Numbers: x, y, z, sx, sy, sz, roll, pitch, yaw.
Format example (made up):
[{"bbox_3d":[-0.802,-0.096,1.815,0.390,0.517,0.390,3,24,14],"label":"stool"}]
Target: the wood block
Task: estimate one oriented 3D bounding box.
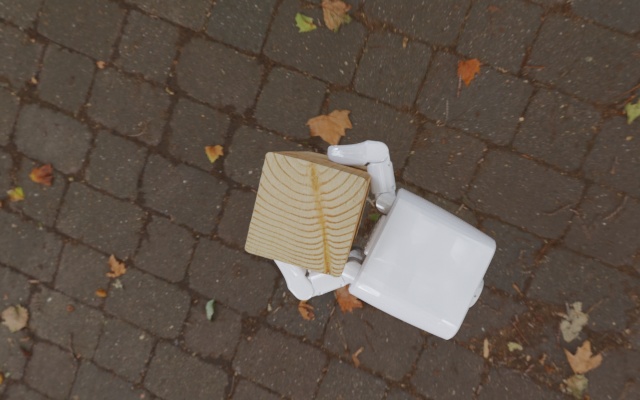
[{"bbox_3d":[0.001,0.001,0.502,0.090,0.091,0.206,16,8,6],"label":"wood block"}]
